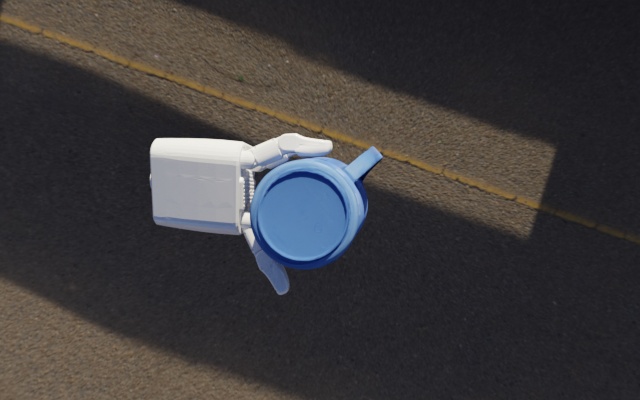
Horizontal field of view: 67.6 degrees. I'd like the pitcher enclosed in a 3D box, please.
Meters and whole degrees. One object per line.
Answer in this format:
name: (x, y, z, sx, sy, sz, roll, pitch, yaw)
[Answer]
pitcher: (0.000, 0.002, 0.574, 0.145, 0.149, 0.243, 5, 3, 4)
